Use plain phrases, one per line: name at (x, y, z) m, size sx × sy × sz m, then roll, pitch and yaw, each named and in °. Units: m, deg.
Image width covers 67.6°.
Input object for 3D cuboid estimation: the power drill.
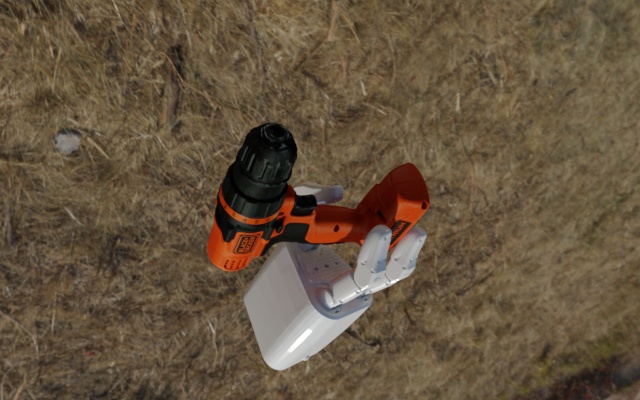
power drill at (0.000, 0.002, 0.431) m, size 0.187 × 0.057 × 0.184 m, roll 1°, pitch -32°, yaw -24°
